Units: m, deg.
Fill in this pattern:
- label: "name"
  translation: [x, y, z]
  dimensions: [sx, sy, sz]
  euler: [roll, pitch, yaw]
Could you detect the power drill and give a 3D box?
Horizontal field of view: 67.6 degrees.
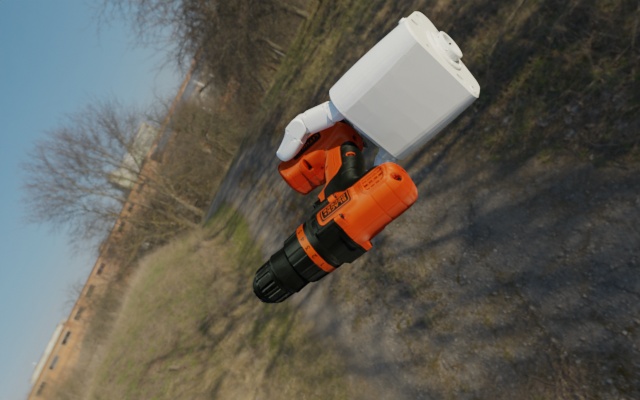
- label: "power drill"
  translation: [0.000, 0.001, 0.500]
  dimensions: [0.184, 0.057, 0.187]
  euler: [-38, 30, 14]
